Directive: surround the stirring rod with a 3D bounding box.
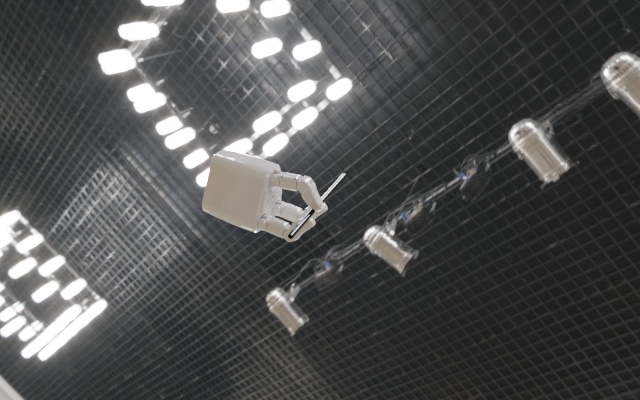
[{"bbox_3d":[0.000,0.003,0.795,0.011,0.011,0.239,0,25,24],"label":"stirring rod"}]
